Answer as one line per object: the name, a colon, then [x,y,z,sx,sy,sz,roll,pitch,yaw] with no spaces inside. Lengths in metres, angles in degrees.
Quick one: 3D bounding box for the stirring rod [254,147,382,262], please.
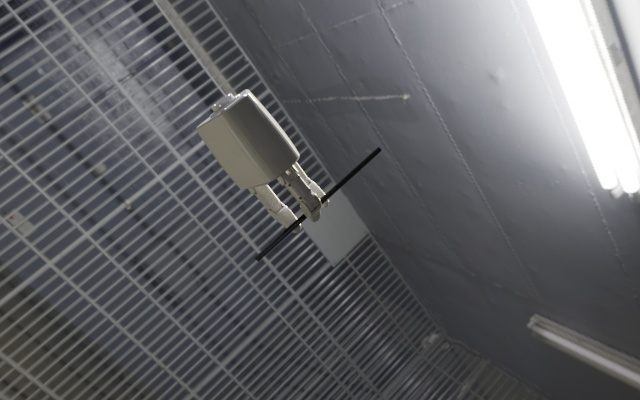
stirring rod: [0.000,0.002,0.675,0.239,0.011,0.011,-42,12,-14]
